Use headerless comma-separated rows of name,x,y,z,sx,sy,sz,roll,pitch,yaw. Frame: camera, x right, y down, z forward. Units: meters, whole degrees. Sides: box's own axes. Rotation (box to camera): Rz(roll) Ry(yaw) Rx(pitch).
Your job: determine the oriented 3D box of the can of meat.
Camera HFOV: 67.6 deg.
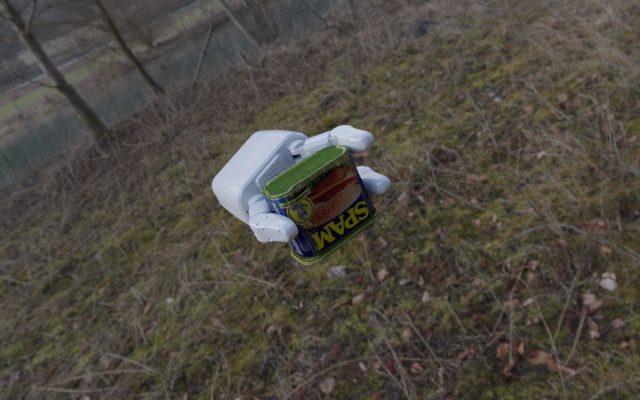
can of meat,0.000,0.001,0.494,0.102,0.084,0.057,-34,25,-17
